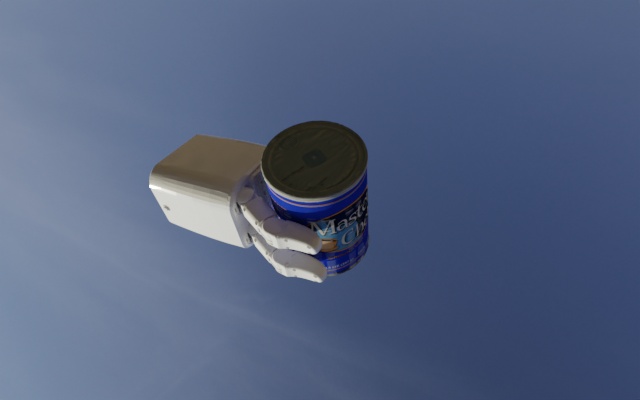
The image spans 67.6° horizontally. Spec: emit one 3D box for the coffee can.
[{"bbox_3d":[0.000,0.002,0.508,0.103,0.102,0.140,0,-39,7],"label":"coffee can"}]
